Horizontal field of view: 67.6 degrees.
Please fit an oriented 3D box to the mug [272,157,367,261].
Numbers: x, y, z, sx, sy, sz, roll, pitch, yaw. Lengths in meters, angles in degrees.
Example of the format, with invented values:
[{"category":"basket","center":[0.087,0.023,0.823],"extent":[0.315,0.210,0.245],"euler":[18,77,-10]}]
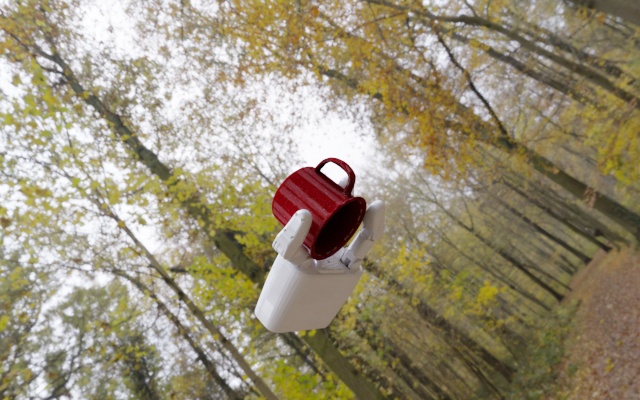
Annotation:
[{"category":"mug","center":[0.000,0.001,0.574],"extent":[0.081,0.117,0.093],"euler":[39,27,26]}]
